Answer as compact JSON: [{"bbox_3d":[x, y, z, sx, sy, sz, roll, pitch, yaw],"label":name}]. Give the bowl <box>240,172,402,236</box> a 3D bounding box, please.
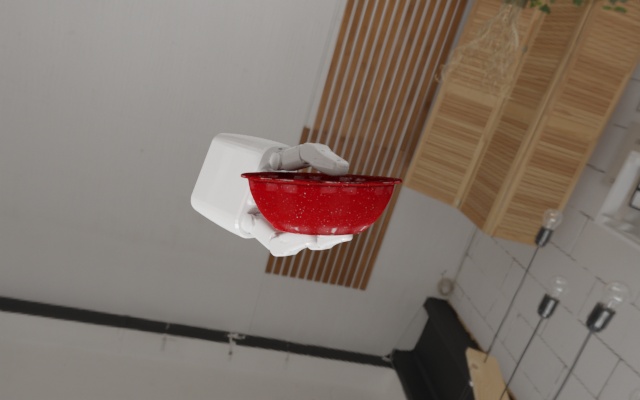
[{"bbox_3d":[0.001,0.002,0.483,0.162,0.055,0.162,2,5,0],"label":"bowl"}]
